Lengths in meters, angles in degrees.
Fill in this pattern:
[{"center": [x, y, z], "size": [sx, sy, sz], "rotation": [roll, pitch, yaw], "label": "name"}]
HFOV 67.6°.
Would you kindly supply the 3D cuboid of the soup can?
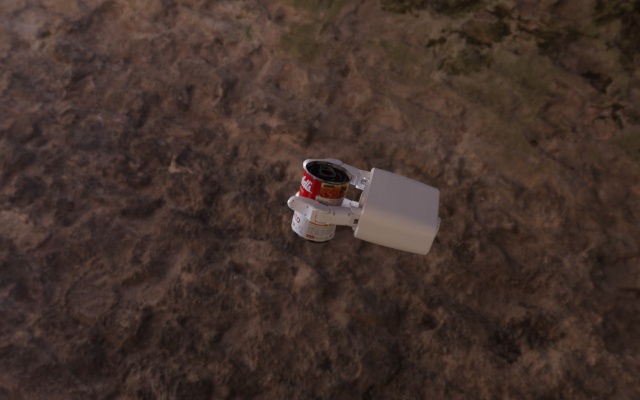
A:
[{"center": [0.000, 0.002, 0.695], "size": [0.068, 0.102, 0.068], "rotation": [12, 28, -6], "label": "soup can"}]
